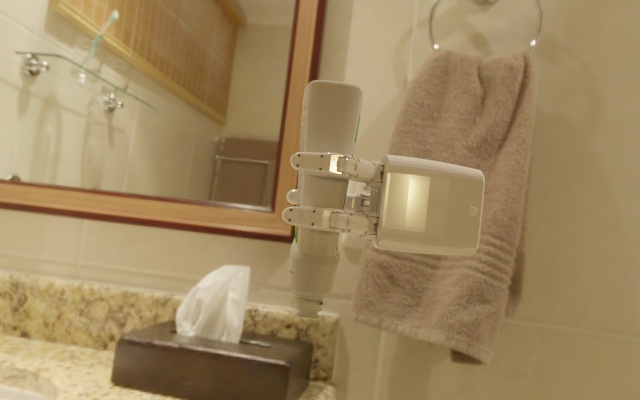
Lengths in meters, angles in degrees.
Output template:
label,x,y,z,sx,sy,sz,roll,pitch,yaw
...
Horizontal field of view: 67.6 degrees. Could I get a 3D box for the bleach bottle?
label,x,y,z,sx,sy,sz,roll,pitch,yaw
bleach bottle,0.000,0.002,0.535,0.068,0.251,0.102,7,-4,-2
